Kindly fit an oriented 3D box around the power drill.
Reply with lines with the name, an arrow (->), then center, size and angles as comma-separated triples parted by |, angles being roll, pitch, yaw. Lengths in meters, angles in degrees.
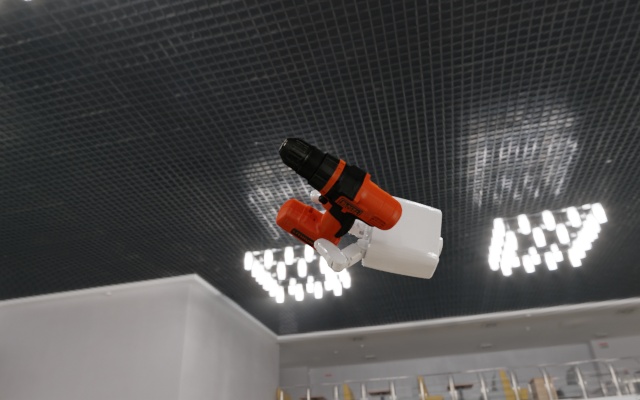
power drill -> 0.000, 0.003, 0.684 | 0.184, 0.057, 0.188 | 34, -30, -7
